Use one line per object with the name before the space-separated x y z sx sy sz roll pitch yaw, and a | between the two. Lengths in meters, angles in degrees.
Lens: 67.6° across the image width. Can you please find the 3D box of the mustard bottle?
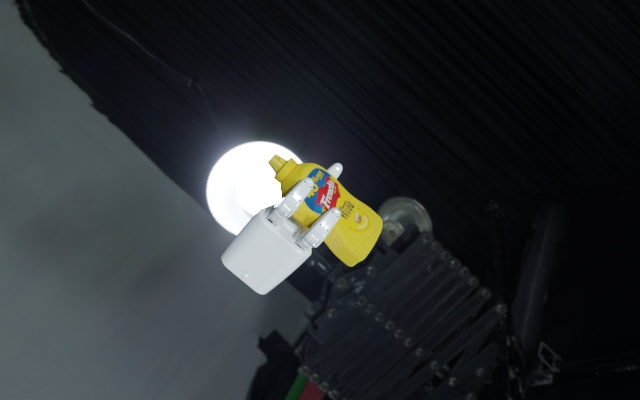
mustard bottle | 0.001 0.002 0.696 0.058 0.191 0.096 -40 12 47
